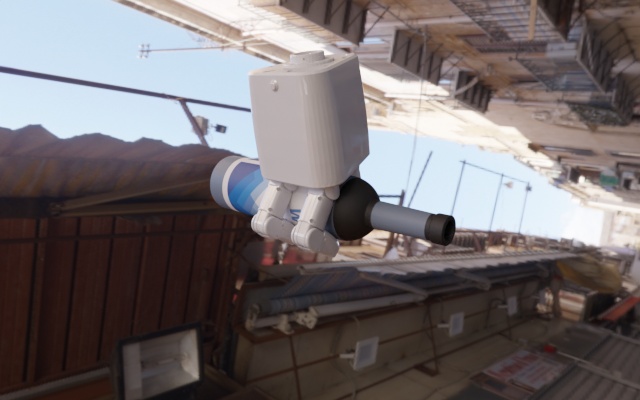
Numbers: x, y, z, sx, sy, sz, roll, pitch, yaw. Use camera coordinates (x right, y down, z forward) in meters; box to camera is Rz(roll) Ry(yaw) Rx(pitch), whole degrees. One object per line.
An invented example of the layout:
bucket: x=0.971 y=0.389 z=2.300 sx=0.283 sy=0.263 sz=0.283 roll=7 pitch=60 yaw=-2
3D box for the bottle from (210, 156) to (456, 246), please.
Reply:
bottle: x=0.000 y=0.002 z=0.506 sx=0.295 sy=0.069 sz=0.069 roll=13 pitch=8 yaw=39
